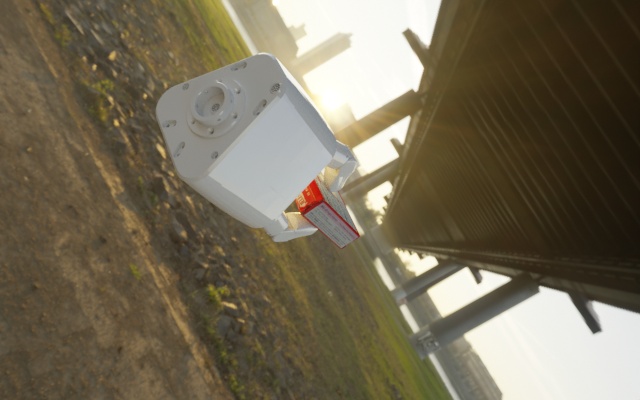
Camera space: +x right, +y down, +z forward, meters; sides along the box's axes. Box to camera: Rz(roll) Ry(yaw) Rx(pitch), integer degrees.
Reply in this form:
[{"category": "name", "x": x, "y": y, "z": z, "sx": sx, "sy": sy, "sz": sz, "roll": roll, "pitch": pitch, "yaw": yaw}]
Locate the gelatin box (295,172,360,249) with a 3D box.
[{"category": "gelatin box", "x": 0.001, "y": 0.002, "z": 0.509, "sx": 0.030, "sy": 0.073, "sz": 0.089, "roll": -34, "pitch": -41, "yaw": 11}]
